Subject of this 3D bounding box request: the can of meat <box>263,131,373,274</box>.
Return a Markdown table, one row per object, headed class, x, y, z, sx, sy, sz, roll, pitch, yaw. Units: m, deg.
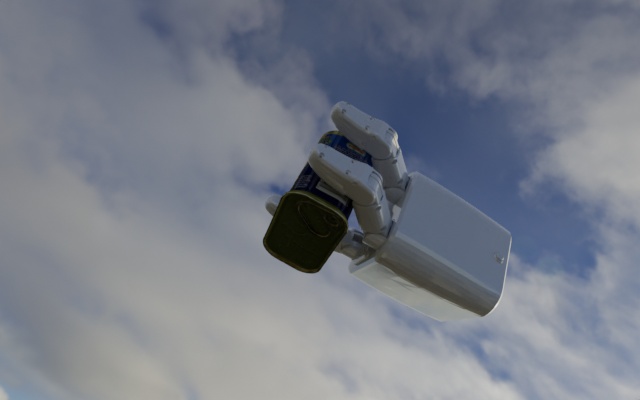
| class | x | y | z | sx | sy | sz | roll | pitch | yaw |
| --- | --- | --- | --- | --- | --- | --- | --- | --- | --- |
| can of meat | 0.000 | 0.001 | 0.415 | 0.057 | 0.084 | 0.102 | 29 | -38 | 0 |
